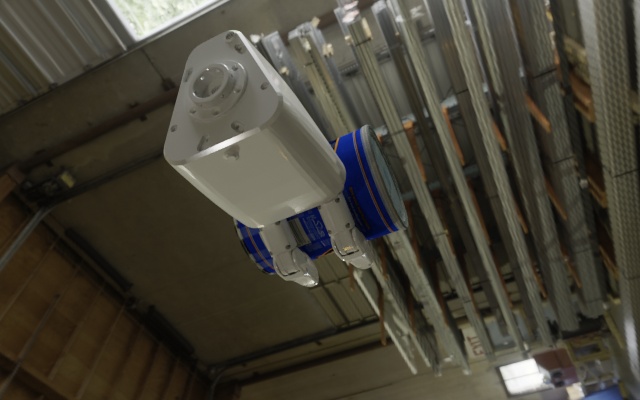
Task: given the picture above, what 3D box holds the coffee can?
[{"bbox_3d":[0.000,0.001,0.458,0.140,0.103,0.103,-21,-6,15],"label":"coffee can"}]
